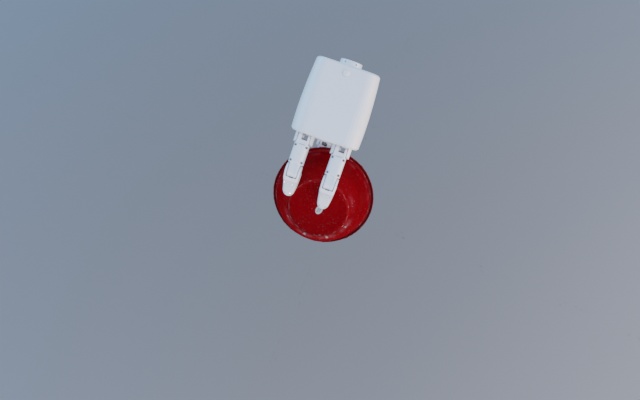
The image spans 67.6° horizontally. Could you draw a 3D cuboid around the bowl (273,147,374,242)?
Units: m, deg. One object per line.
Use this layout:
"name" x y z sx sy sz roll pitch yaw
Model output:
"bowl" 0.000 0.004 0.739 0.162 0.162 0.055 0 22 9
